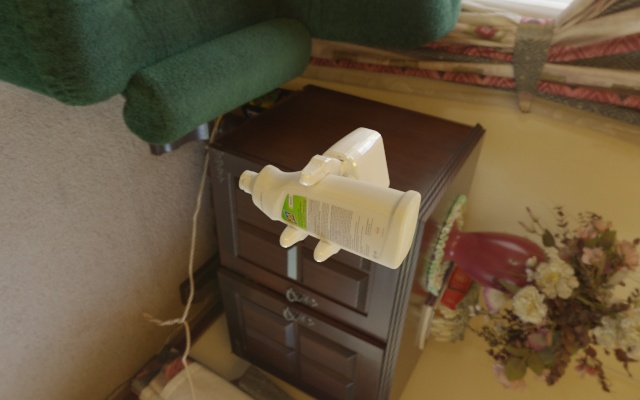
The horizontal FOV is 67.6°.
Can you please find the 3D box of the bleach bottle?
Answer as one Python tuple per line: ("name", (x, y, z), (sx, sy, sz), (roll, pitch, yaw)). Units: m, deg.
("bleach bottle", (0.000, 0.002, 0.638), (0.251, 0.103, 0.068), (20, 37, 22))
